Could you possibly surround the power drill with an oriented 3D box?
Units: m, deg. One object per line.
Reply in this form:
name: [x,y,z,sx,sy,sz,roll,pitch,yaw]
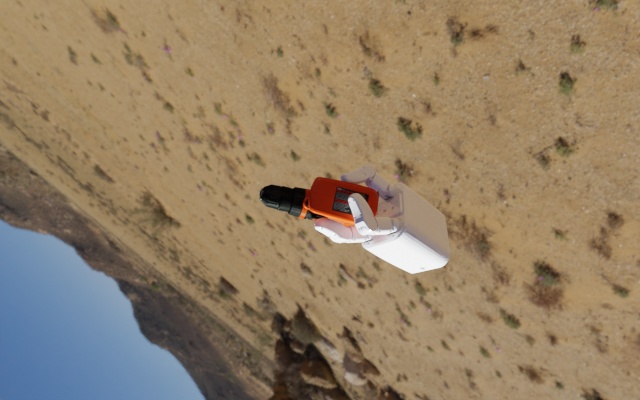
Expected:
power drill: [0.000,0.003,0.764,0.184,0.057,0.187,11,-5,-12]
